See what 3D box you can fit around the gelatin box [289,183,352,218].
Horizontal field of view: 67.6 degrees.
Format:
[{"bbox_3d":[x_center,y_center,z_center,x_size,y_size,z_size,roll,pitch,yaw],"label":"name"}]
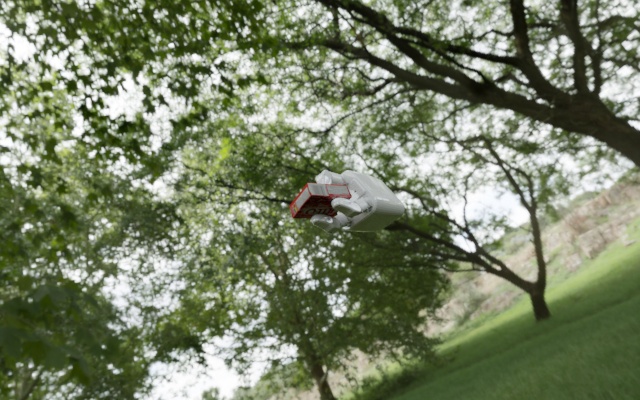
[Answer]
[{"bbox_3d":[0.000,0.002,0.854,0.089,0.030,0.073,3,-36,-34],"label":"gelatin box"}]
